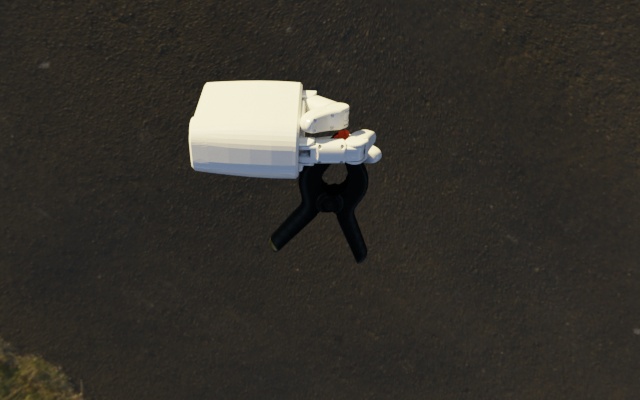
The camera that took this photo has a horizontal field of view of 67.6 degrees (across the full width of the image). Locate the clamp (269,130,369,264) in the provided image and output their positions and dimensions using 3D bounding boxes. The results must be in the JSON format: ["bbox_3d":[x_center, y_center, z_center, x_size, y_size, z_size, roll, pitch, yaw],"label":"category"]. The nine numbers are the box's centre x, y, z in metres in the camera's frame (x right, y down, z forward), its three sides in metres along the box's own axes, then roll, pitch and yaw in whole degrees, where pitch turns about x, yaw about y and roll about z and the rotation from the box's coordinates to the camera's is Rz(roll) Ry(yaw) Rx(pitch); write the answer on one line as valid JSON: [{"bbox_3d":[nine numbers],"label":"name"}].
[{"bbox_3d":[0.000,0.002,0.554,0.120,0.171,0.039,-2,28,-7],"label":"clamp"}]
